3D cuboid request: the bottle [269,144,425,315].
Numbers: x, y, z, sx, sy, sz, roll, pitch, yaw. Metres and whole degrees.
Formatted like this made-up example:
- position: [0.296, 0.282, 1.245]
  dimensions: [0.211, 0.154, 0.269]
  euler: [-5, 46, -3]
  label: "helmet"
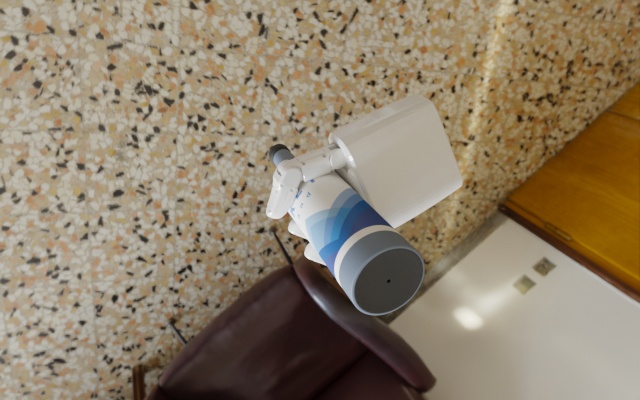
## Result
- position: [0.000, 0.002, 0.499]
  dimensions: [0.069, 0.069, 0.295]
  euler: [0, 25, -24]
  label: "bottle"
